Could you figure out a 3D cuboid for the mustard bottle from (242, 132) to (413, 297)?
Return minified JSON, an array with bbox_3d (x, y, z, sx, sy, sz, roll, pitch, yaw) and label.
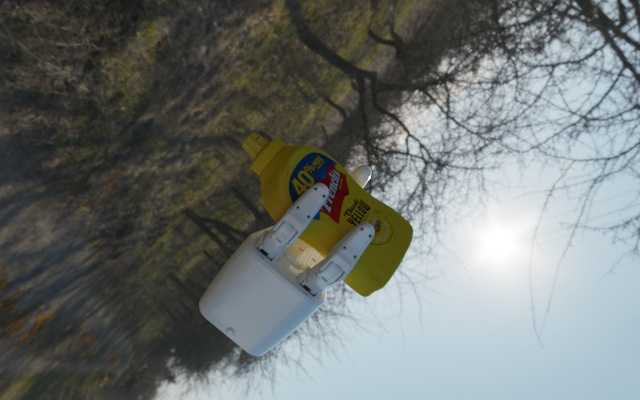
[{"bbox_3d":[0.000,0.002,0.477,0.096,0.191,0.058,-52,5,-39],"label":"mustard bottle"}]
